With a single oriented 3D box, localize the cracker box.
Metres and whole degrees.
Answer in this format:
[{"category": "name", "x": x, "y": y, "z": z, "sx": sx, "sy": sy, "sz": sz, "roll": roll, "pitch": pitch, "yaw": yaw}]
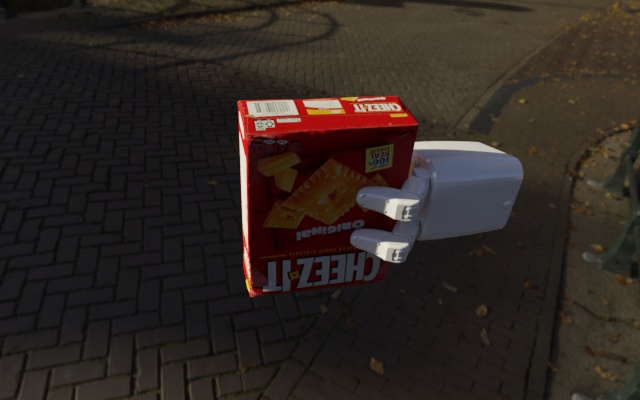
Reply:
[{"category": "cracker box", "x": 0.000, "y": 0.001, "z": 0.507, "sx": 0.164, "sy": 0.214, "sz": 0.072, "roll": -4, "pitch": 38, "yaw": -12}]
